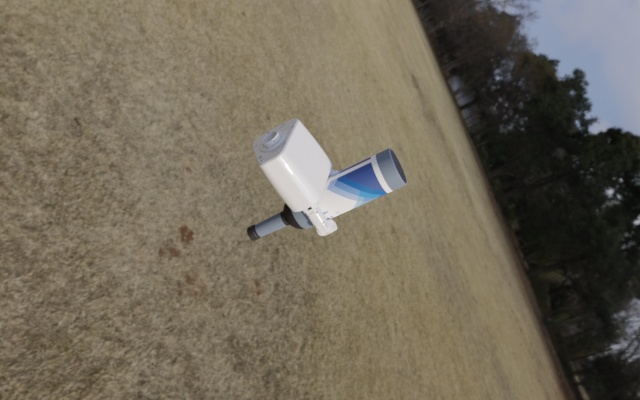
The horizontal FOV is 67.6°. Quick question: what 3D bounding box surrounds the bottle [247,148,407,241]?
[{"bbox_3d":[0.000,0.003,0.824,0.296,0.069,0.069,-25,-8,18],"label":"bottle"}]
